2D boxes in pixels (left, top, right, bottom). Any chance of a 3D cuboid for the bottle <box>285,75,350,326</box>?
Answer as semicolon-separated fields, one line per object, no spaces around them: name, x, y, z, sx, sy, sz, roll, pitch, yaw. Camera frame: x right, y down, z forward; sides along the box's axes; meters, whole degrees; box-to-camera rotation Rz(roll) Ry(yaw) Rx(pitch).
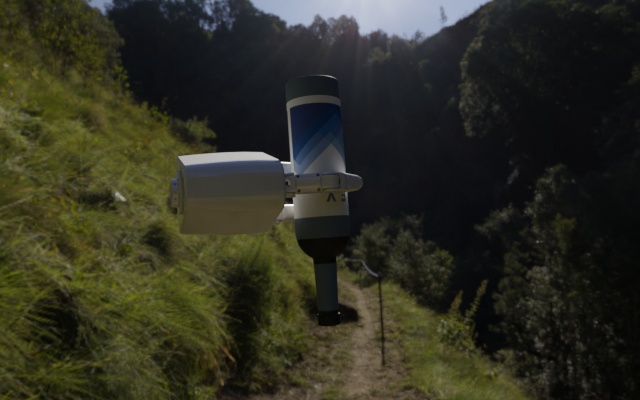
bottle;0.000;0.002;0.582;0.069;0.295;0.069;-4;-4;0
